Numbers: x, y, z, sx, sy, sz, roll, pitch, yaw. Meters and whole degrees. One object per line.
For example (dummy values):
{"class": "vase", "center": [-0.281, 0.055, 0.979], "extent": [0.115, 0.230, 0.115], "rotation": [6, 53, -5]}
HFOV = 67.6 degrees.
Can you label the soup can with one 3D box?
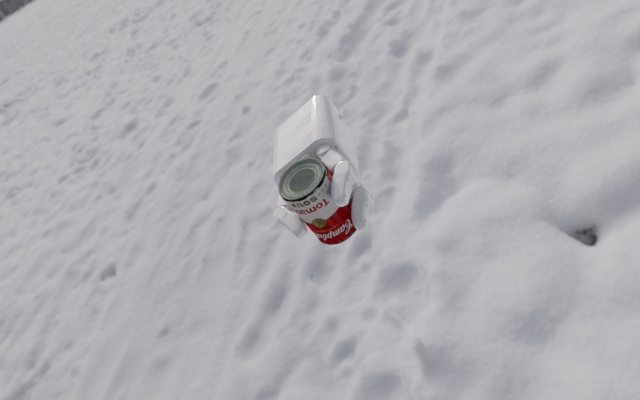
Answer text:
{"class": "soup can", "center": [0.000, 0.002, 0.611], "extent": [0.068, 0.068, 0.102], "rotation": [0, -35, 35]}
